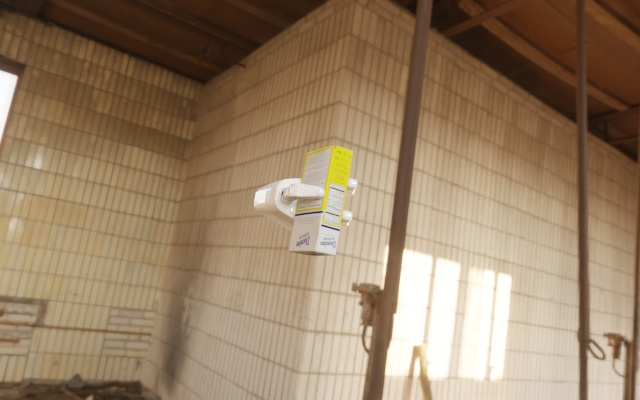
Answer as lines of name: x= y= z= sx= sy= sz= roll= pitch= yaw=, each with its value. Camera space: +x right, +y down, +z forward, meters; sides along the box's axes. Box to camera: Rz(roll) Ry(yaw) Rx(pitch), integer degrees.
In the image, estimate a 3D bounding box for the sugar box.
sugar box: x=0.001 y=0.003 z=0.792 sx=0.048 sy=0.176 sz=0.093 roll=14 pitch=-11 yaw=-30
